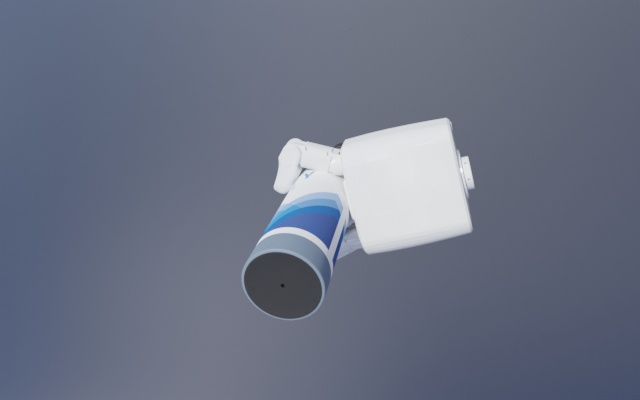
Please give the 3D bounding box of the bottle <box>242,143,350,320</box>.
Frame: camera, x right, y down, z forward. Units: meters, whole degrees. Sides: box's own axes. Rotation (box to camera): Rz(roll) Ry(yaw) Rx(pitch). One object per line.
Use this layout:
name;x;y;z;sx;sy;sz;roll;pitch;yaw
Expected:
bottle;0.000;0.002;0.492;0.069;0.069;0.295;0;26;13
